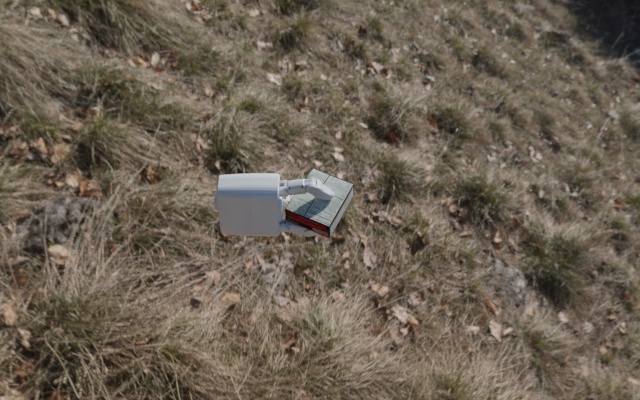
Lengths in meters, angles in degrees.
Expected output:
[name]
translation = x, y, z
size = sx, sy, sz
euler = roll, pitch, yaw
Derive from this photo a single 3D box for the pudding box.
[pudding box]
translation = 0.000, 0.003, 0.863
size = 0.090, 0.113, 0.039
euler = 23, -33, 14
